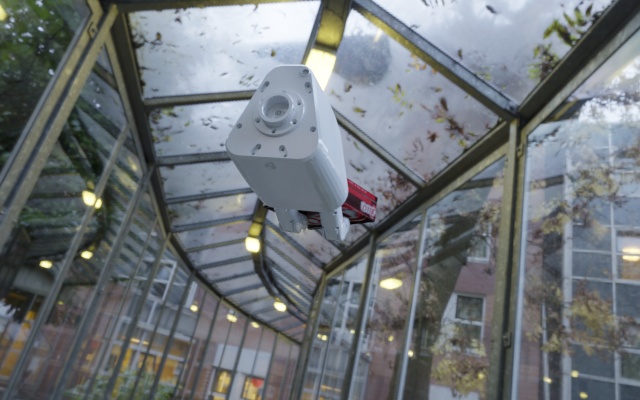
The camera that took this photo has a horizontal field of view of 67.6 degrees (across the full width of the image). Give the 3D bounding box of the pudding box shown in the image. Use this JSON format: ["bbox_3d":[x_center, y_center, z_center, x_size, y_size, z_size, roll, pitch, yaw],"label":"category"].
[{"bbox_3d":[0.000,0.002,0.590,0.113,0.039,0.090,-8,-28,43],"label":"pudding box"}]
